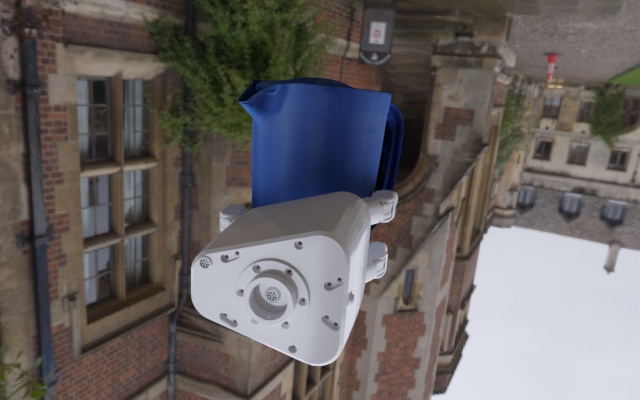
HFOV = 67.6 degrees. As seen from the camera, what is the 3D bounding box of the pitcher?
[{"bbox_3d":[0.000,0.002,0.485,0.149,0.243,0.145,7,13,8],"label":"pitcher"}]
